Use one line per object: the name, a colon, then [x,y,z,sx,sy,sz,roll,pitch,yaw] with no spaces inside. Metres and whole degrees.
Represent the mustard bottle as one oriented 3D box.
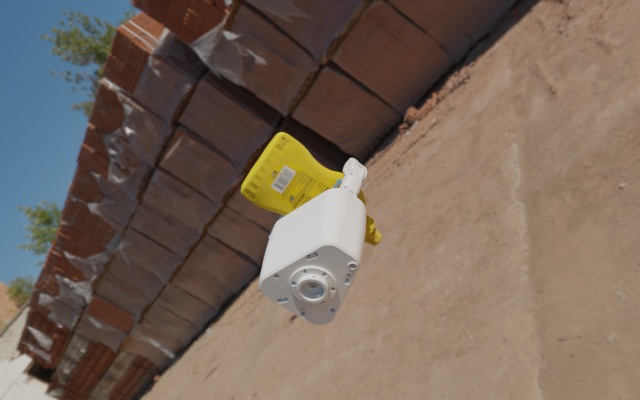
mustard bottle: [0.000,0.002,0.620,0.191,0.096,0.058,34,5,-13]
